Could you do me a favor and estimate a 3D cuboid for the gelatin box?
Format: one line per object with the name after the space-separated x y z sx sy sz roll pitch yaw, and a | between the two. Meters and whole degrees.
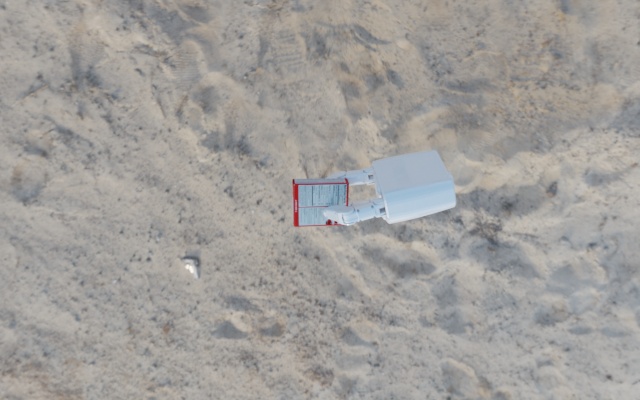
0.000 0.003 0.760 0.089 0.073 0.030 -2 22 -6 | gelatin box
